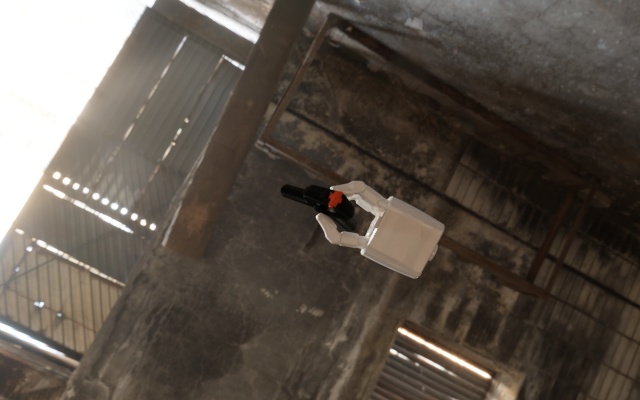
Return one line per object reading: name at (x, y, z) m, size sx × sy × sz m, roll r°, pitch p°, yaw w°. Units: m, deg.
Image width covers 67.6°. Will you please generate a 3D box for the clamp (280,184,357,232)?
clamp at (0.000, 0.004, 0.847) m, size 0.164 × 0.036 × 0.210 m, roll 26°, pitch -9°, yaw 2°
